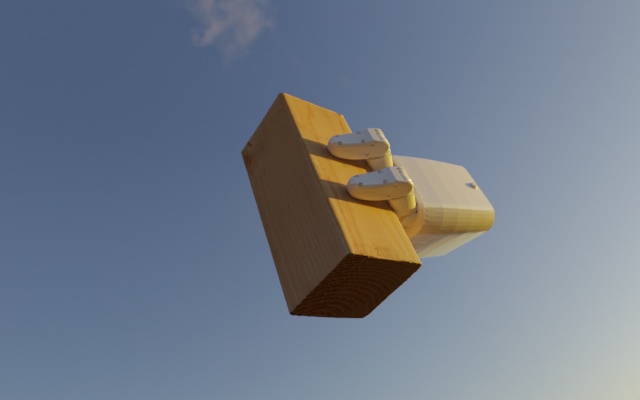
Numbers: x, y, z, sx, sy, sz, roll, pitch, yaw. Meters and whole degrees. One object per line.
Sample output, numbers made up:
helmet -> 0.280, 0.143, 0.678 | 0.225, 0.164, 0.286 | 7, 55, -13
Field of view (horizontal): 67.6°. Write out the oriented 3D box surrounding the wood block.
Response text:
wood block -> 0.000, 0.002, 0.469 | 0.090, 0.206, 0.091 | 13, -50, -36
